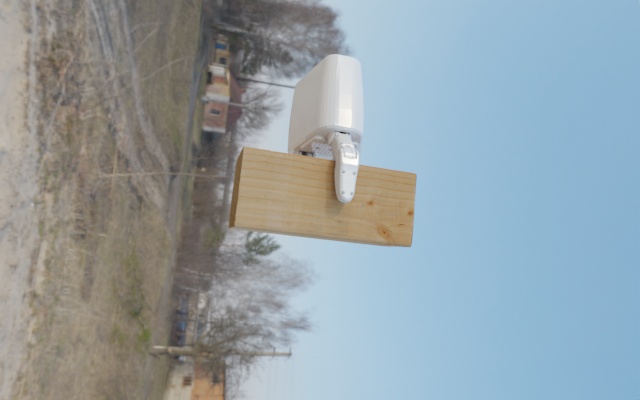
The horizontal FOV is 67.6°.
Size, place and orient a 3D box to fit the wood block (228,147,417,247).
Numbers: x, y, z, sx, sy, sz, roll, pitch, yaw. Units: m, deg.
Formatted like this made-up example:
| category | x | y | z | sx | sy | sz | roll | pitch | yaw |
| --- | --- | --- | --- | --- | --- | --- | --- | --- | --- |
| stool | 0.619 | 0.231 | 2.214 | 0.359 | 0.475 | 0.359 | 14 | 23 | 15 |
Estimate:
| category | x | y | z | sx | sy | sz | roll | pitch | yaw |
| --- | --- | --- | --- | --- | --- | --- | --- | --- | --- |
| wood block | 0.000 | 0.001 | 0.575 | 0.206 | 0.090 | 0.091 | 7 | -7 | -14 |
